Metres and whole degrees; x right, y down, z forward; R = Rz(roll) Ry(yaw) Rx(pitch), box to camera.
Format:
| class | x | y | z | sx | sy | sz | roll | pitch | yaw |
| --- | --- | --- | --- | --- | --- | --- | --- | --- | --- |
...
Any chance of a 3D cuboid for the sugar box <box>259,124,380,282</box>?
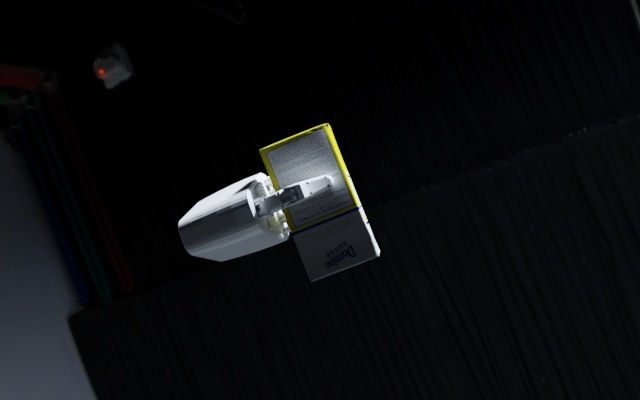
| class | x | y | z | sx | sy | sz | roll | pitch | yaw |
| --- | --- | --- | --- | --- | --- | --- | --- | --- | --- |
| sugar box | 0.000 | 0.002 | 0.599 | 0.093 | 0.176 | 0.048 | -21 | 0 | 8 |
